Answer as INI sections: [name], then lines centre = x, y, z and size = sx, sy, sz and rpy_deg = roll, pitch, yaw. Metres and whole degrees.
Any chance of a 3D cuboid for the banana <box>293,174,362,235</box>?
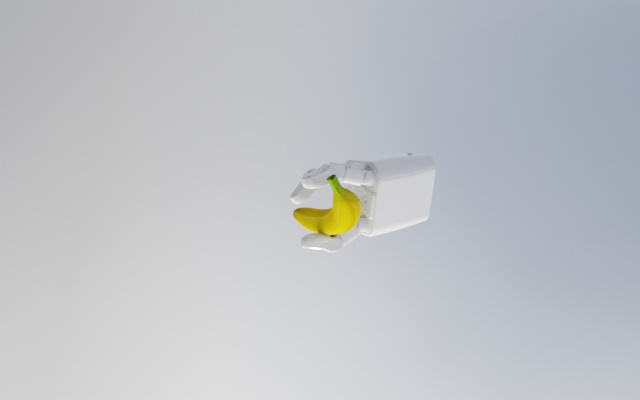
[banana]
centre = 0.012, 0.017, 0.649
size = 0.037, 0.069, 0.198
rpy_deg = -34, -3, -23
